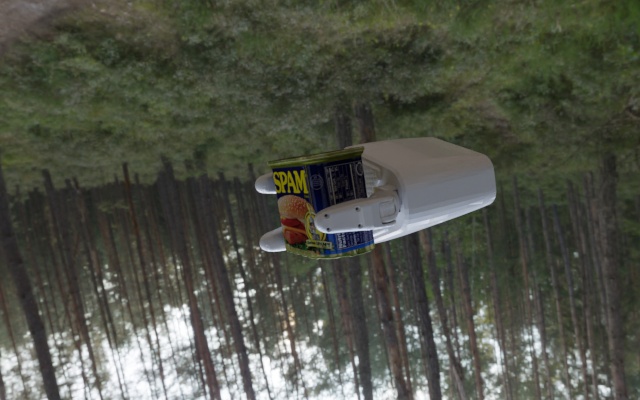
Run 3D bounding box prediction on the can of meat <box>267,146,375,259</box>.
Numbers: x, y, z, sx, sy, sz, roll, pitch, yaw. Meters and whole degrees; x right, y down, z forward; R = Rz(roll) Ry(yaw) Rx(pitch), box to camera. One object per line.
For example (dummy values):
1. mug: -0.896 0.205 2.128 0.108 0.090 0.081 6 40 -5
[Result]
1. can of meat: 0.000 0.002 0.410 0.057 0.084 0.102 -13 7 -26
